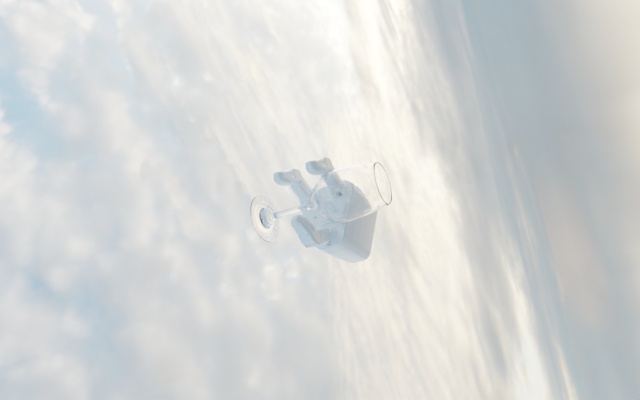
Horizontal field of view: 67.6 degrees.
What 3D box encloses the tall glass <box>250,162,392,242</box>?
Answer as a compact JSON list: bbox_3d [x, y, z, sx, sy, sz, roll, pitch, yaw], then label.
[{"bbox_3d":[-0.001,0.002,0.695,0.201,0.079,0.079,-17,-7,26],"label":"tall glass"}]
